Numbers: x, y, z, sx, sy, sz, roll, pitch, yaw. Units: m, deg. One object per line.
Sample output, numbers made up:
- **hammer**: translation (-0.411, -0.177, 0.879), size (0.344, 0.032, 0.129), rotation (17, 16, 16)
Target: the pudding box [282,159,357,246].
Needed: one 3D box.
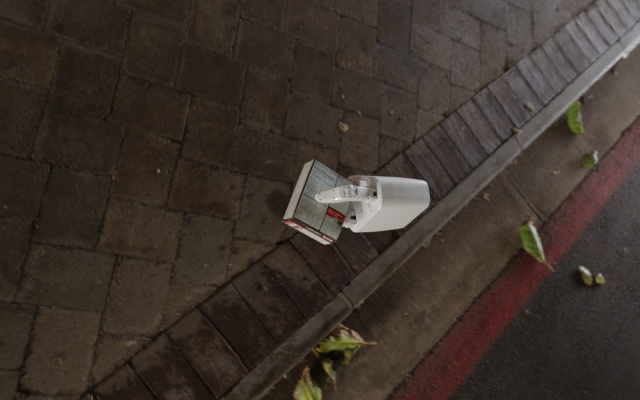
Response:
- **pudding box**: translation (0.000, 0.003, 0.770), size (0.090, 0.113, 0.039), rotation (30, -26, -21)
